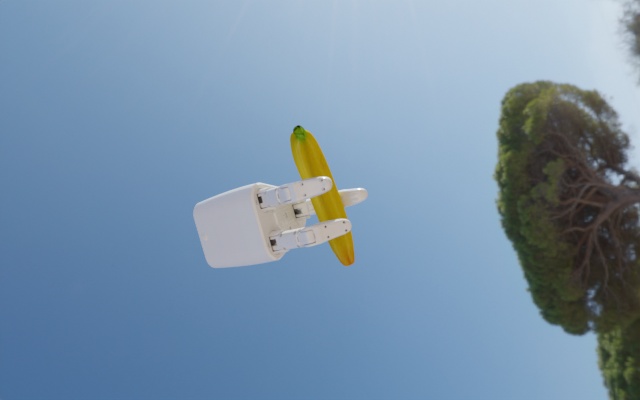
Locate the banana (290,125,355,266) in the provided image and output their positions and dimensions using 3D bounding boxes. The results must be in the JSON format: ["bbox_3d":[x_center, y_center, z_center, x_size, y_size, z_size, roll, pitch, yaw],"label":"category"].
[{"bbox_3d":[0.000,-0.010,0.593,0.037,0.198,0.069,-17,26,13],"label":"banana"}]
